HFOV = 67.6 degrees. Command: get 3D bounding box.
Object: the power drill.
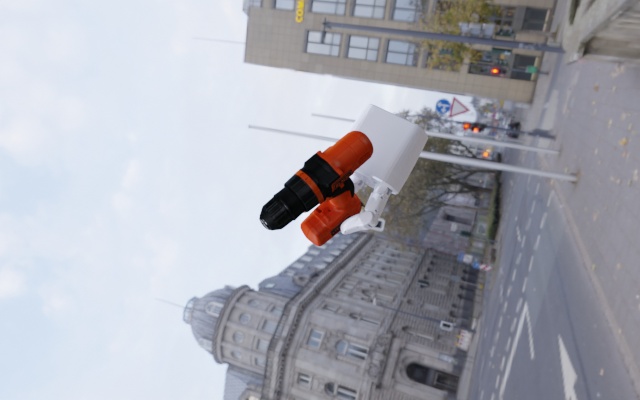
[{"bbox_3d":[0.000,0.002,0.694,0.184,0.057,0.188,-39,-20,-12],"label":"power drill"}]
